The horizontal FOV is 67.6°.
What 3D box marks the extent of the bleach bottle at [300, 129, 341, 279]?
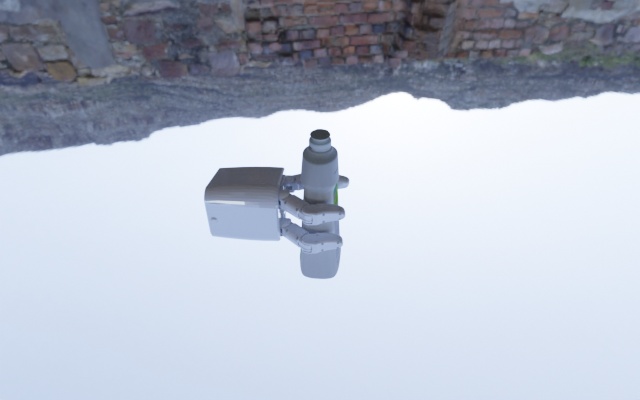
[{"bbox_3d":[0.000,0.002,0.724,0.068,0.251,0.102,2,40,3],"label":"bleach bottle"}]
